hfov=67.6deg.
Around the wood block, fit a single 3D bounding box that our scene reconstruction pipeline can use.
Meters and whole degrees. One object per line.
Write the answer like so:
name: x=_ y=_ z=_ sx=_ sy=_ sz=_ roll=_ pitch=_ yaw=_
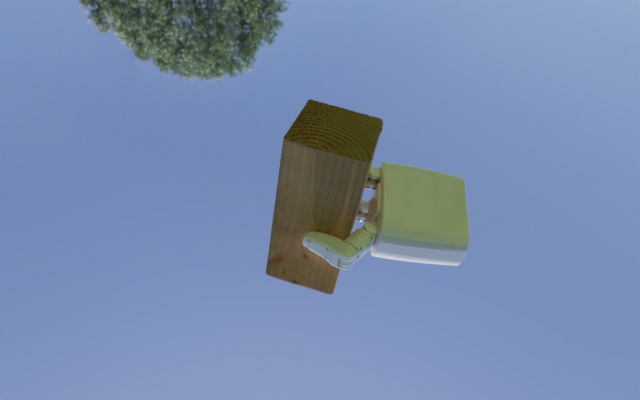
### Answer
wood block: x=0.000 y=0.002 z=0.558 sx=0.090 sy=0.206 sz=0.090 roll=17 pitch=40 yaw=6
